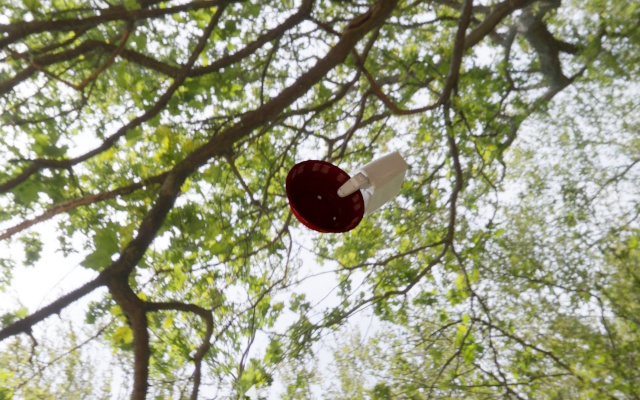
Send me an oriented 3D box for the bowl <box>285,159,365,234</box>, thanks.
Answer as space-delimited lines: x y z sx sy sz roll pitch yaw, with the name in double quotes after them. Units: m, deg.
-0.001 0.003 0.894 0.162 0.162 0.055 0 -32 -30 "bowl"
